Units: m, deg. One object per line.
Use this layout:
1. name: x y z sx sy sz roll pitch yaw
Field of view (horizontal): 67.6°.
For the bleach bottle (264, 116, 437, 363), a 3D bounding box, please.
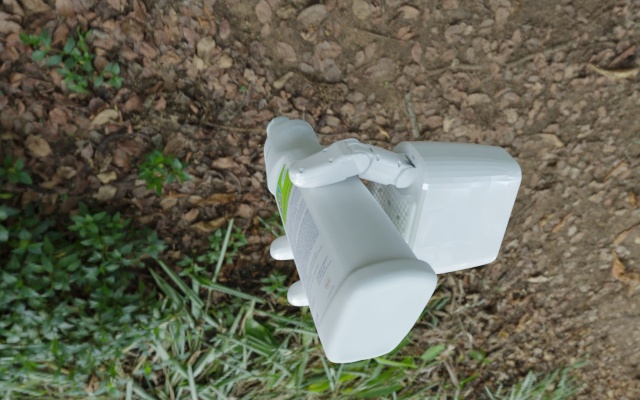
1. bleach bottle: 0.000 0.001 0.406 0.068 0.103 0.250 -2 42 -24
